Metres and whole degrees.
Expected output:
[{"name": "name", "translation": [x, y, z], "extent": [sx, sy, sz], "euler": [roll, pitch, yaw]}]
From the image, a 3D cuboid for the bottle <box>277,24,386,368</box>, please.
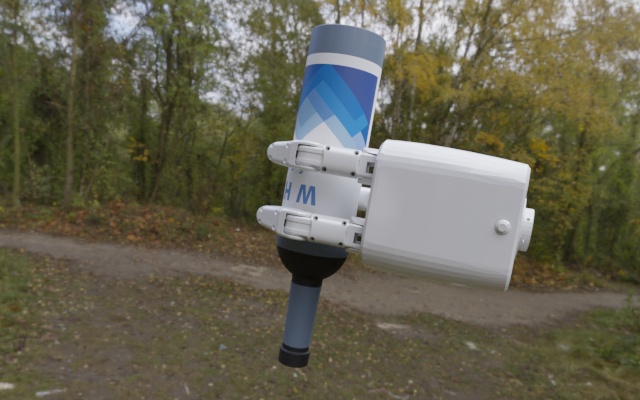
[{"name": "bottle", "translation": [0.000, 0.001, 0.426], "extent": [0.069, 0.296, 0.069], "euler": [10, 2, 0]}]
